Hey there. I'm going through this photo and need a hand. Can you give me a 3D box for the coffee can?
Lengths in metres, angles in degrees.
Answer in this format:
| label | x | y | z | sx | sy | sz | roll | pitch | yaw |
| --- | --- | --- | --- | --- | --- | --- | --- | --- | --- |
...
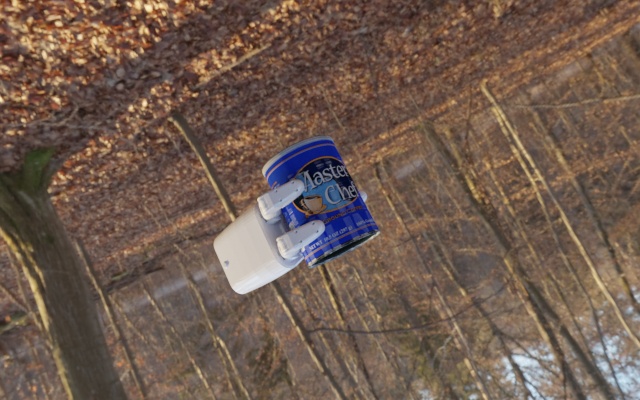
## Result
| label | x | y | z | sx | sy | sz | roll | pitch | yaw |
| --- | --- | --- | --- | --- | --- | --- | --- | --- | --- |
| coffee can | 0.000 | 0.002 | 0.618 | 0.103 | 0.140 | 0.103 | -25 | -12 | -6 |
